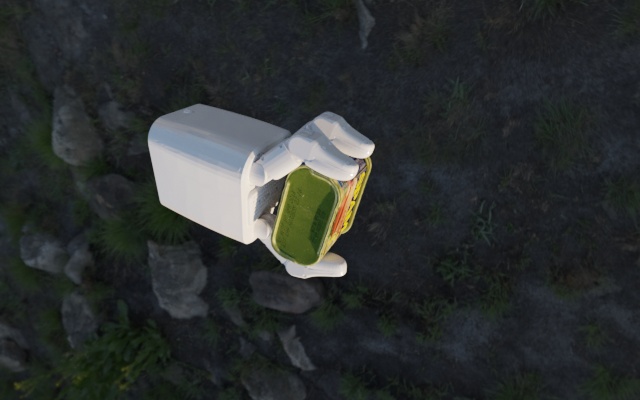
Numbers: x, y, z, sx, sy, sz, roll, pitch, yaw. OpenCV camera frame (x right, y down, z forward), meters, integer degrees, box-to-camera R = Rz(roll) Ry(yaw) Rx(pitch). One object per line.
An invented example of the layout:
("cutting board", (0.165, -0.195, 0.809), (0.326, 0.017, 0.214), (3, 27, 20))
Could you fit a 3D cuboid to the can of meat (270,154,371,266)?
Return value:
("can of meat", (0.000, 0.002, 0.452), (0.057, 0.102, 0.084), (24, 29, 13))
